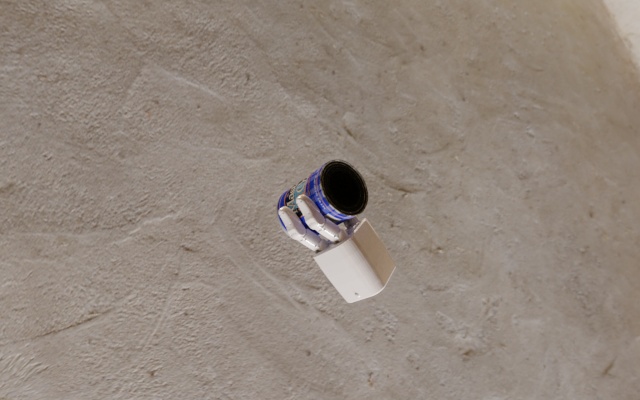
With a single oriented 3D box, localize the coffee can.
[{"bbox_3d":[0.000,0.003,0.841,0.103,0.102,0.140,0,-21,-39],"label":"coffee can"}]
